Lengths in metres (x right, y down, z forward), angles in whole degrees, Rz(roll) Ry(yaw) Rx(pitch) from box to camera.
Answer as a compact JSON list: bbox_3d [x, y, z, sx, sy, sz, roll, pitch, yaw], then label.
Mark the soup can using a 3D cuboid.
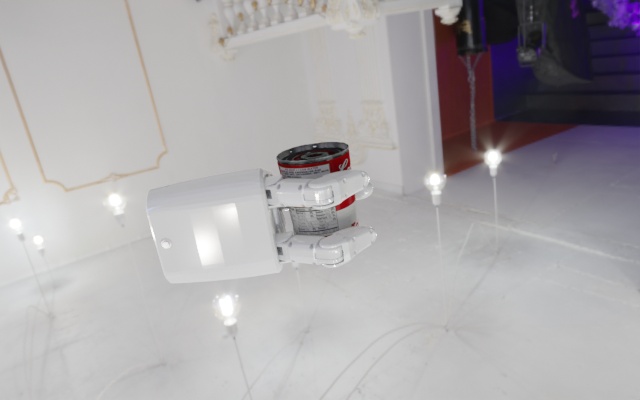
[{"bbox_3d":[0.001,0.002,0.457,0.068,0.102,0.068,-8,18,3],"label":"soup can"}]
